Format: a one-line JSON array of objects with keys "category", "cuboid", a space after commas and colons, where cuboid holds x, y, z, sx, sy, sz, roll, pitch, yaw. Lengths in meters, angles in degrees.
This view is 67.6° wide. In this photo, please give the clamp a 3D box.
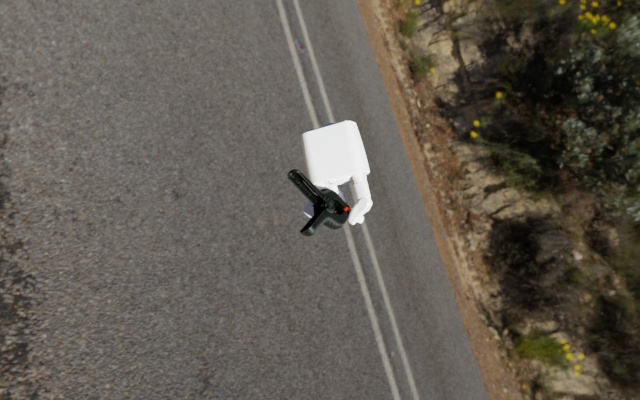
[{"category": "clamp", "cuboid": [0.001, 0.003, 0.870, 0.039, 0.120, 0.171, -17, -8, 27]}]
